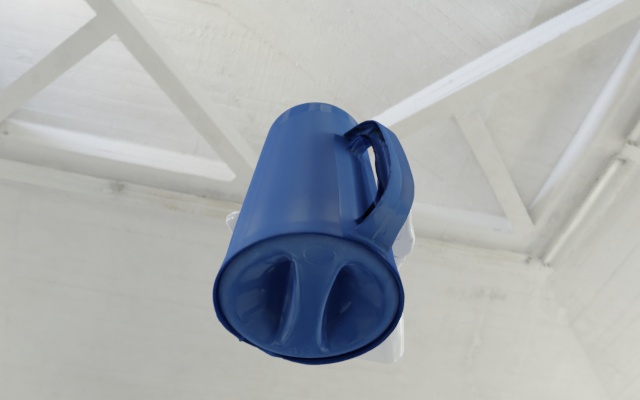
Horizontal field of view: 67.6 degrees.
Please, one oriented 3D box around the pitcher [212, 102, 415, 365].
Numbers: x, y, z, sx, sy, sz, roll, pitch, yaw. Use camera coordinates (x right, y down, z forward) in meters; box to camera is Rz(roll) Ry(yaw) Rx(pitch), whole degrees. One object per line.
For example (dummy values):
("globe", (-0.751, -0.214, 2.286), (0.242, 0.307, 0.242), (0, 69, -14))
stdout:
("pitcher", (0.000, 0.002, 0.419), (0.149, 0.145, 0.242), (-8, 35, 6))
